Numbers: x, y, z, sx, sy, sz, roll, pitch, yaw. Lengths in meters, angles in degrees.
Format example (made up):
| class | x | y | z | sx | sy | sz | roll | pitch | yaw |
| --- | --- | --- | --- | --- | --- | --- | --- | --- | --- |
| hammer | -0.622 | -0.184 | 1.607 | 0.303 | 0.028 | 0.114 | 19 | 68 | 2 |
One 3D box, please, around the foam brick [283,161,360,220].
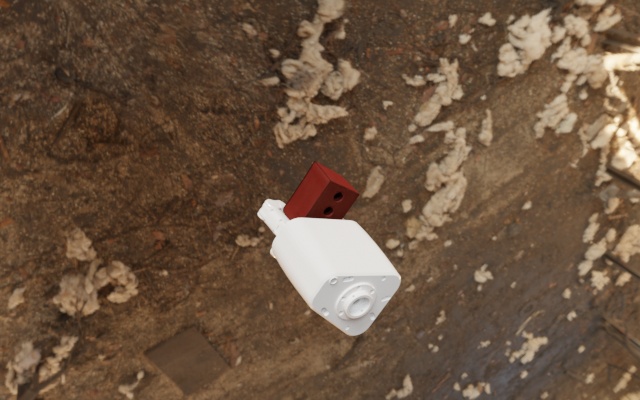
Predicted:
| class | x | y | z | sx | sy | sz | roll | pitch | yaw |
| --- | --- | --- | --- | --- | --- | --- | --- | --- | --- |
| foam brick | 0.000 | 0.002 | 0.598 | 0.053 | 0.078 | 0.051 | 24 | 16 | -36 |
